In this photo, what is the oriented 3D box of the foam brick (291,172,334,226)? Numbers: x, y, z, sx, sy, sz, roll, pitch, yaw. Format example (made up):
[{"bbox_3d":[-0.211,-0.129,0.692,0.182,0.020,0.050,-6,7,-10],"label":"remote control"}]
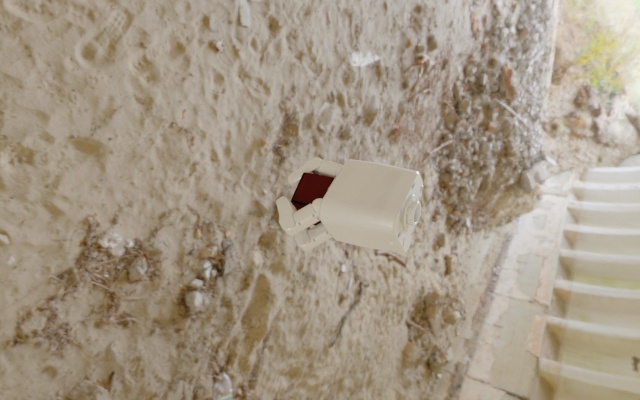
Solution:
[{"bbox_3d":[0.000,0.002,0.711,0.051,0.053,0.078,12,-22,28],"label":"foam brick"}]
